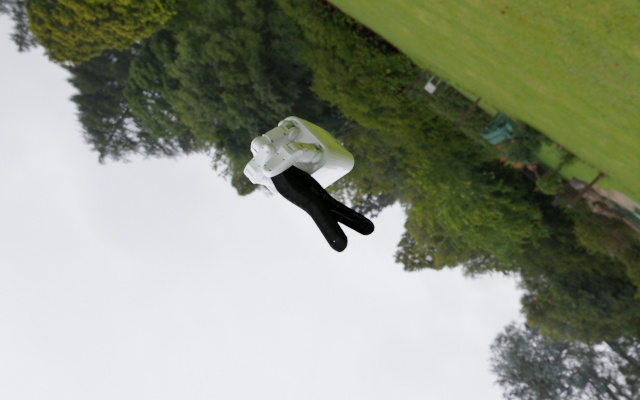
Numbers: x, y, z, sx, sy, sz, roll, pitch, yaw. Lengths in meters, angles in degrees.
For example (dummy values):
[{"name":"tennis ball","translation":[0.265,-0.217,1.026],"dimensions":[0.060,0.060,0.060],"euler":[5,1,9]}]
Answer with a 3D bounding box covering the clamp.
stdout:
[{"name":"clamp","translation":[0.000,0.003,0.657],"dimensions":[0.171,0.039,0.120],"euler":[47,18,21]}]
